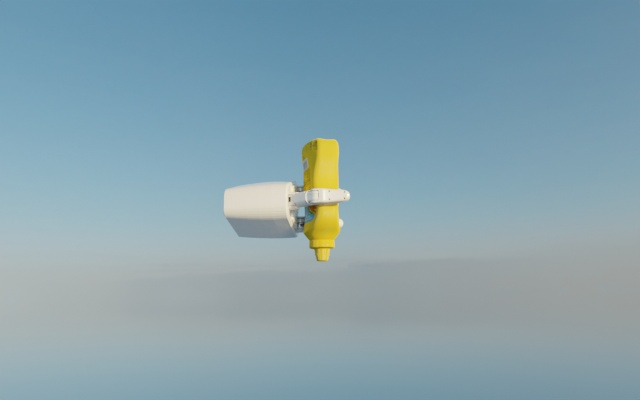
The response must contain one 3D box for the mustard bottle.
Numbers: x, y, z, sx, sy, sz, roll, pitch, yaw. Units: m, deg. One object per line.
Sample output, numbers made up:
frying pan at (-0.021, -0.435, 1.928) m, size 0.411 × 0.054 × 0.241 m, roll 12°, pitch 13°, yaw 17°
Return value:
mustard bottle at (0.000, 0.002, 0.779) m, size 0.058 × 0.191 × 0.096 m, roll 2°, pitch -12°, yaw -17°
